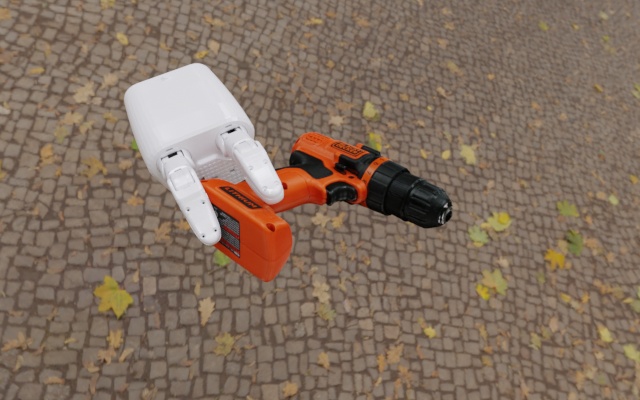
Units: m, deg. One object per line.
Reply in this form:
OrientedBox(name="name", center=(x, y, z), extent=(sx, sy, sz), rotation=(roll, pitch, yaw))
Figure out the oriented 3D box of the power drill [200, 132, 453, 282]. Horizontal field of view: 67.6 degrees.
OrientedBox(name="power drill", center=(0.000, 0.001, 0.428), extent=(0.184, 0.057, 0.187), rotation=(26, 35, 35))
